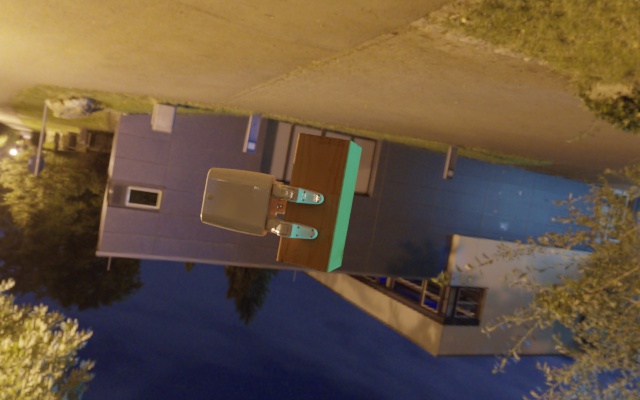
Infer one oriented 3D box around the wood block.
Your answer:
[{"bbox_3d":[0.000,0.003,0.784,0.090,0.206,0.091,11,2,15],"label":"wood block"}]
